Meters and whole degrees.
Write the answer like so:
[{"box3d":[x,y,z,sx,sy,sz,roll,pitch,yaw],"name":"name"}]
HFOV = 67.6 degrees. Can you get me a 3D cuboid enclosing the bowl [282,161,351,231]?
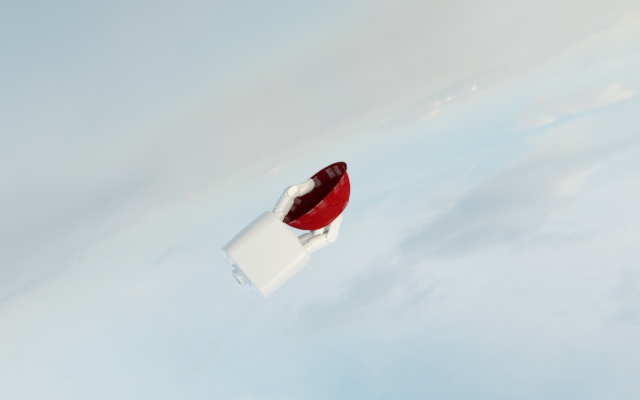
[{"box3d":[0.001,0.002,0.863,0.162,0.055,0.162,-37,19,15],"name":"bowl"}]
